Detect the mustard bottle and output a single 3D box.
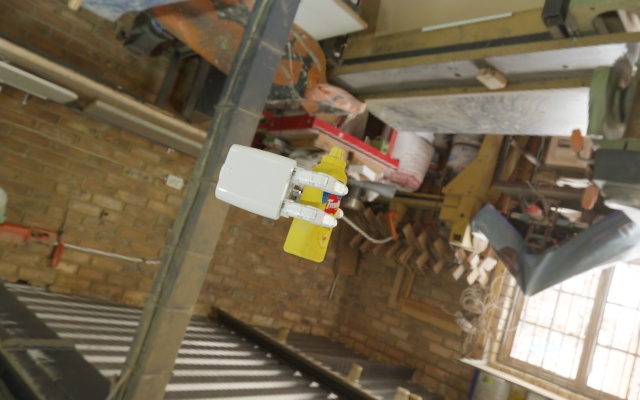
[{"bbox_3d":[0.000,0.003,0.793,0.058,0.191,0.096,14,-8,26],"label":"mustard bottle"}]
